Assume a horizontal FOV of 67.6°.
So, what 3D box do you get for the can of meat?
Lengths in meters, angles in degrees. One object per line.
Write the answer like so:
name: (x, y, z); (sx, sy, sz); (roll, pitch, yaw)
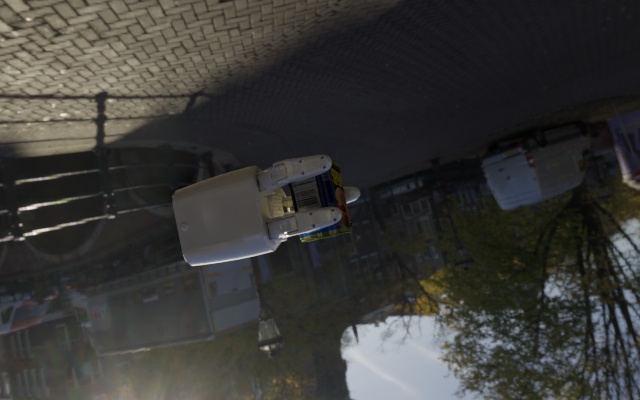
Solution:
can of meat: (0.000, 0.002, 0.554); (0.057, 0.084, 0.102); (-13, -5, 10)
